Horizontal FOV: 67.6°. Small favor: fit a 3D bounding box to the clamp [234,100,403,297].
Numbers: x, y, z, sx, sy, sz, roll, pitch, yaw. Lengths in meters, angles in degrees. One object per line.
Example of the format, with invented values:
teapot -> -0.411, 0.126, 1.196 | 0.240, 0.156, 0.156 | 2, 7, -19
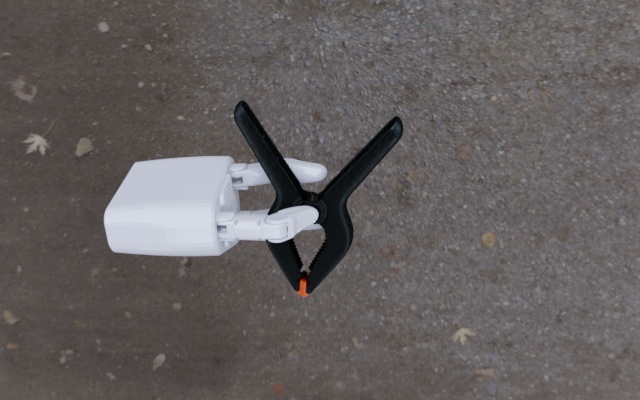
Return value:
clamp -> 0.000, 0.002, 0.492 | 0.164, 0.210, 0.036 | 0, 20, 6
